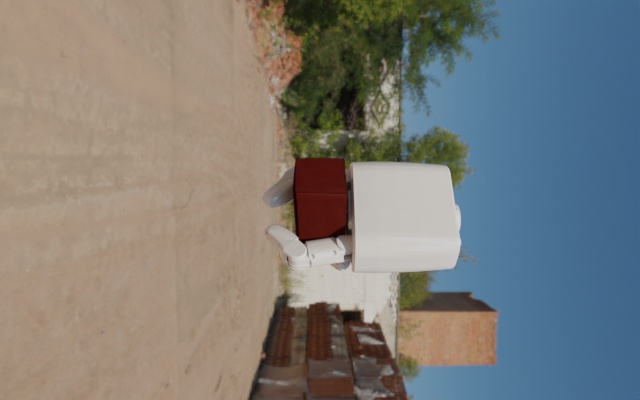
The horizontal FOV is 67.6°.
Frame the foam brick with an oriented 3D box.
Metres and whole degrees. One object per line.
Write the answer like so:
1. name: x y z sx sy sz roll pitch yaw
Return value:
1. foam brick: 0.000 0.001 0.486 0.051 0.078 0.053 0 45 1
